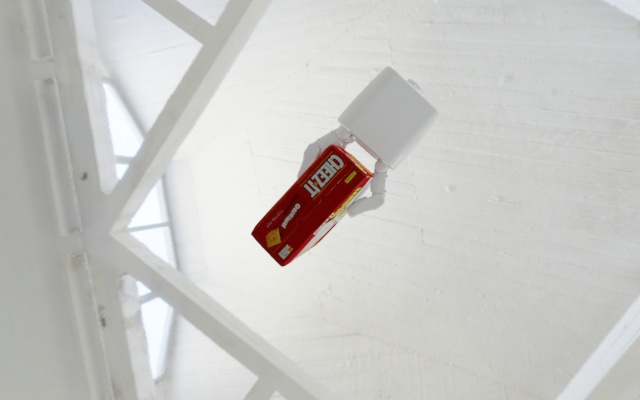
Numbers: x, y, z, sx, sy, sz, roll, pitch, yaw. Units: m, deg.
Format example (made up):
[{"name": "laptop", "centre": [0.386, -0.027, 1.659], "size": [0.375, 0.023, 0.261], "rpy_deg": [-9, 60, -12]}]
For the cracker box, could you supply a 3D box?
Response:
[{"name": "cracker box", "centre": [0.000, 0.002, 0.710], "size": [0.072, 0.164, 0.213], "rpy_deg": [43, 8, 6]}]
